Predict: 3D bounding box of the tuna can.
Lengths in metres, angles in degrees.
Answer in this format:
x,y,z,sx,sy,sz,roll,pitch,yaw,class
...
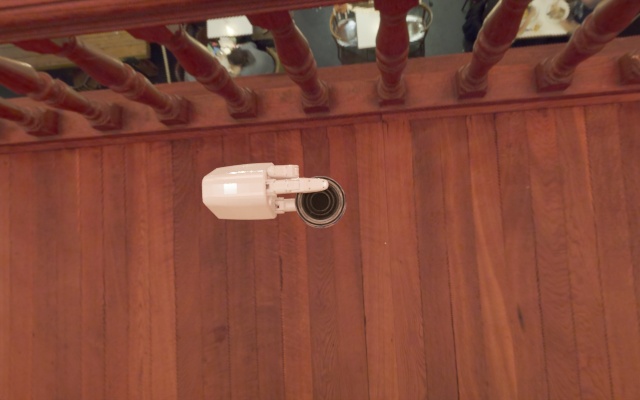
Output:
x,y,z,sx,sy,sz,roll,pitch,yaw,class
0.000,0.003,0.789,0.086,0.086,0.034,0,-5,2,tuna can
